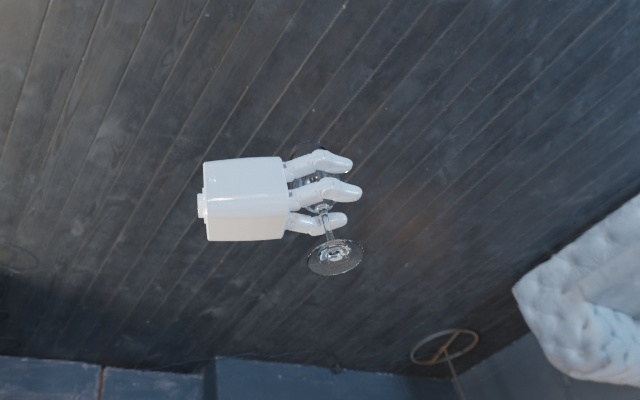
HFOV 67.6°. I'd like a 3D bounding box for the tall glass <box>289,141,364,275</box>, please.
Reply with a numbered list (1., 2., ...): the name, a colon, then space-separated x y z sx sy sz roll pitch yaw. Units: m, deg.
1. tall glass: 0.000 0.003 0.677 0.079 0.200 0.079 -8 -42 -7
